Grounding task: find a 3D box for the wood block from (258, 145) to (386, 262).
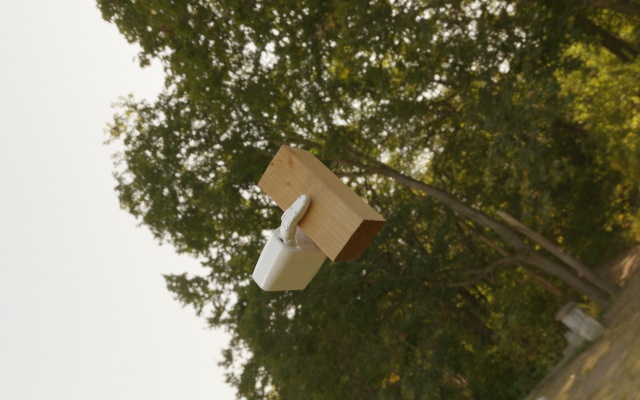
[{"bbox_3d":[0.000,0.003,0.832,0.206,0.090,0.091,43,20,26],"label":"wood block"}]
